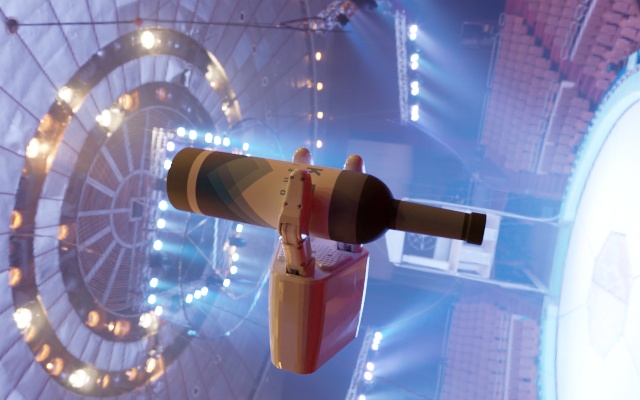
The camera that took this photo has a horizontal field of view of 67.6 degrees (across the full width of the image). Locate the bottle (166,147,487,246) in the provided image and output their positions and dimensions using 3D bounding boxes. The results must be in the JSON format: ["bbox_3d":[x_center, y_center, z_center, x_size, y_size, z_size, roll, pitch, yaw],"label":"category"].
[{"bbox_3d":[0.000,0.001,0.447,0.295,0.069,0.069,10,3,17],"label":"bottle"}]
